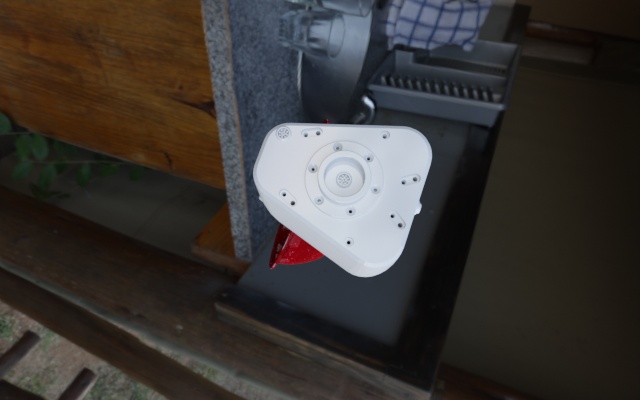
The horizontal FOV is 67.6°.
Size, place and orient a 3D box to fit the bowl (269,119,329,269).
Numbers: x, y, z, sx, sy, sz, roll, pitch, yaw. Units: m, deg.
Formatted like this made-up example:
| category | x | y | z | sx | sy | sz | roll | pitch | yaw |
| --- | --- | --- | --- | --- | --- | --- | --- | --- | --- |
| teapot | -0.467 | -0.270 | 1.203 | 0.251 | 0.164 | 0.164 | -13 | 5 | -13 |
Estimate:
| category | x | y | z | sx | sy | sz | roll | pitch | yaw |
| --- | --- | --- | --- | --- | --- | --- | --- | --- | --- |
| bowl | 0.000 | 0.002 | 0.493 | 0.055 | 0.162 | 0.162 | 21 | -3 | -8 |
